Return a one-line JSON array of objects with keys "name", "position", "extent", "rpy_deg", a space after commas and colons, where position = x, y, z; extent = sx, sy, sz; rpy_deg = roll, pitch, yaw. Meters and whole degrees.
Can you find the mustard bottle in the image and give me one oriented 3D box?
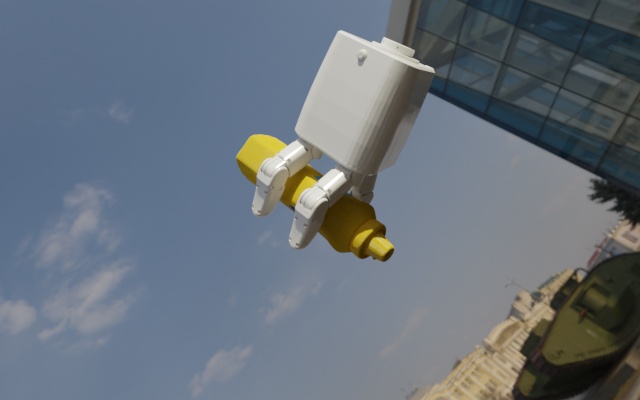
[{"name": "mustard bottle", "position": [0.000, 0.002, 0.503], "extent": [0.191, 0.058, 0.096], "rpy_deg": [37, 0, 31]}]
